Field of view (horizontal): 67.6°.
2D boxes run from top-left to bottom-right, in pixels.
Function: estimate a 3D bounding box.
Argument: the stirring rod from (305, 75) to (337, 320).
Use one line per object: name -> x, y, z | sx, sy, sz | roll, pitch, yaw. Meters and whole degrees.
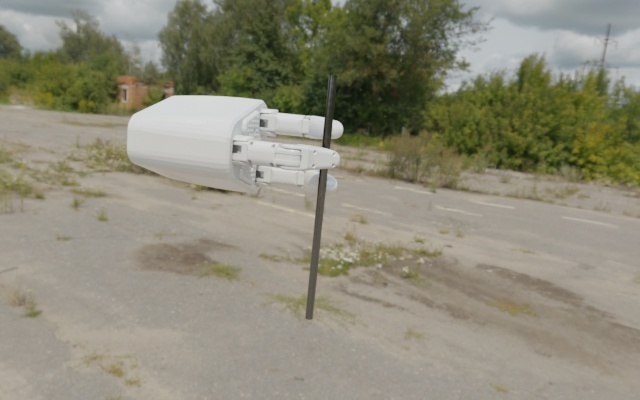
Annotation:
stirring rod -> 0.000, 0.002, 0.465 | 0.011, 0.239, 0.011 | 6, 10, -1
